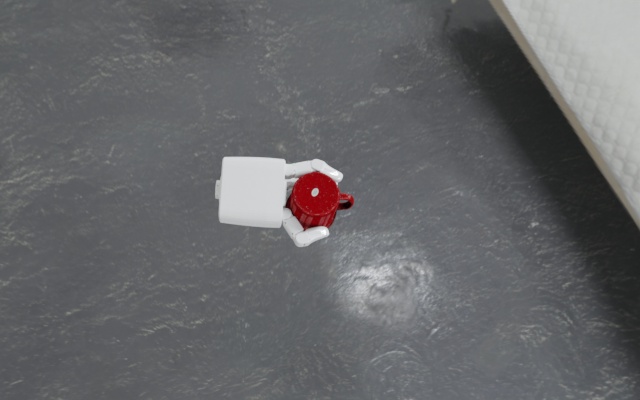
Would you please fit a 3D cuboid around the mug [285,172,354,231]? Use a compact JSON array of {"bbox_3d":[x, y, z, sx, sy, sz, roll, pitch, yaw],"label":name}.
[{"bbox_3d":[0.002,0.003,0.824,0.117,0.093,0.081,2,-21,-7],"label":"mug"}]
